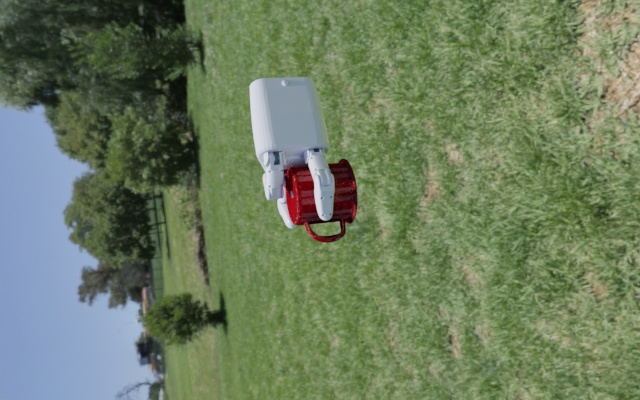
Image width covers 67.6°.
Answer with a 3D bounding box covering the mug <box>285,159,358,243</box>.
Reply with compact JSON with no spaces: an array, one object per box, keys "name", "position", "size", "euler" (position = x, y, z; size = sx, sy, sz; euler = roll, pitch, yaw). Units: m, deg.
[{"name":"mug","position":[0.000,0.004,0.660],"size":[0.081,0.117,0.093],"euler":[-6,-18,-15]}]
